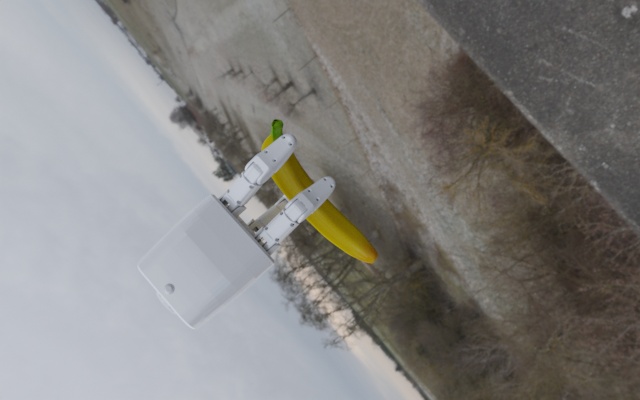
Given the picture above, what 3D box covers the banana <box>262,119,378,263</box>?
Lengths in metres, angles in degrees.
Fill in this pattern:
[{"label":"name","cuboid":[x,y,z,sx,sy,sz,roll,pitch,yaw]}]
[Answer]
[{"label":"banana","cuboid":[-0.009,-0.002,0.545,0.037,0.198,0.069,-43,18,-15]}]
